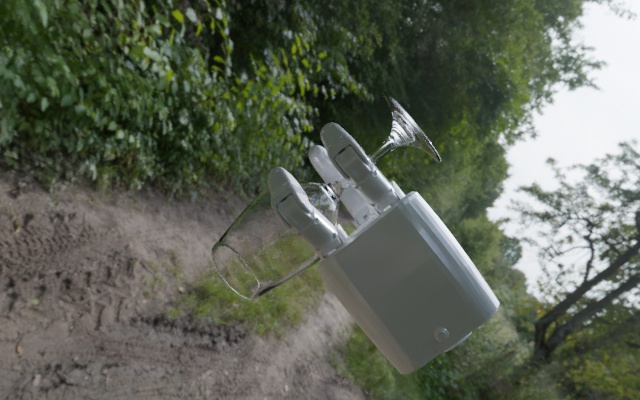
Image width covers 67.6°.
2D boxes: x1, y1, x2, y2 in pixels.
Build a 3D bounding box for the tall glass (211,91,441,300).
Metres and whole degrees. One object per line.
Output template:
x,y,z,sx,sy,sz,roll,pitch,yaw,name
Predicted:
0.001,0.001,0.410,0.201,0.079,0.079,-39,-8,10,tall glass
